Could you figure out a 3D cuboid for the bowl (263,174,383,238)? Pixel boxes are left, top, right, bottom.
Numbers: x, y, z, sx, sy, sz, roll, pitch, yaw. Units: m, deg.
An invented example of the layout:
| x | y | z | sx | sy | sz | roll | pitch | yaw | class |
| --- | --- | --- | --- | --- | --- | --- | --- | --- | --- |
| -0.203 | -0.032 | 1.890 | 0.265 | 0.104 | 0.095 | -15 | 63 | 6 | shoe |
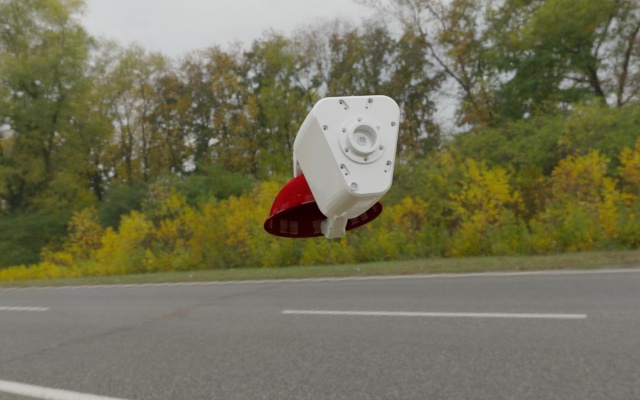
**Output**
| x | y | z | sx | sy | sz | roll | pitch | yaw | class |
| --- | --- | --- | --- | --- | --- | --- | --- | --- | --- |
| -0.001 | 0.002 | 0.651 | 0.162 | 0.055 | 0.162 | -9 | -20 | -3 | bowl |
